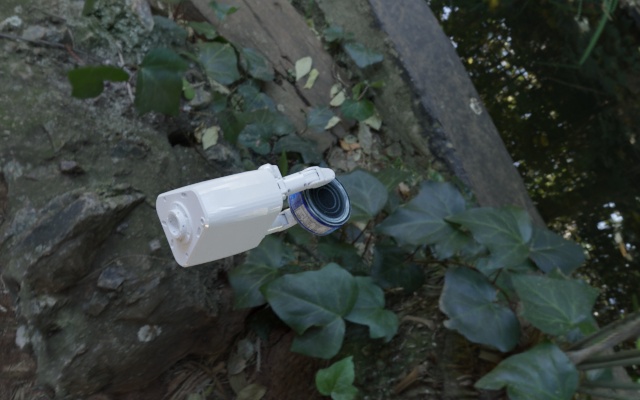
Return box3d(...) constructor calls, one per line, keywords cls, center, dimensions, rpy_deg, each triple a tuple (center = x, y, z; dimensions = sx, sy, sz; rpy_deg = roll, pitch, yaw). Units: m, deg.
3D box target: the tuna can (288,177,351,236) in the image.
box3d(cls="tuna can", center=(0.000, 0.002, 0.644), dimensions=(0.086, 0.086, 0.034), rpy_deg=(0, -25, -43))
